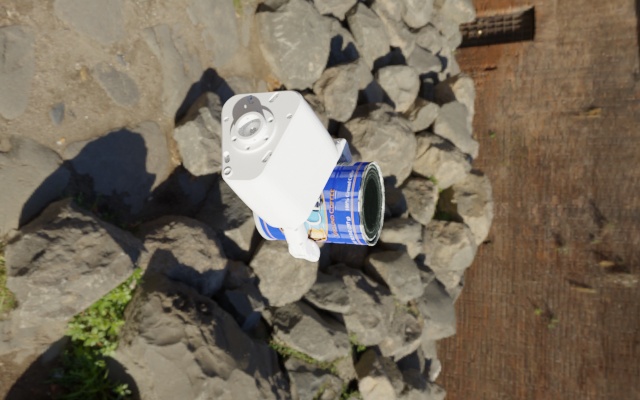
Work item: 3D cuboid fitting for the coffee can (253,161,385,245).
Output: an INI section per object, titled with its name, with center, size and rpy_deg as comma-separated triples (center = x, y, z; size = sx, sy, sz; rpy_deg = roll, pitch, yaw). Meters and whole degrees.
[coffee can]
center = 0.000, 0.002, 0.603
size = 0.140, 0.103, 0.103
rpy_deg = 1, 0, 22
